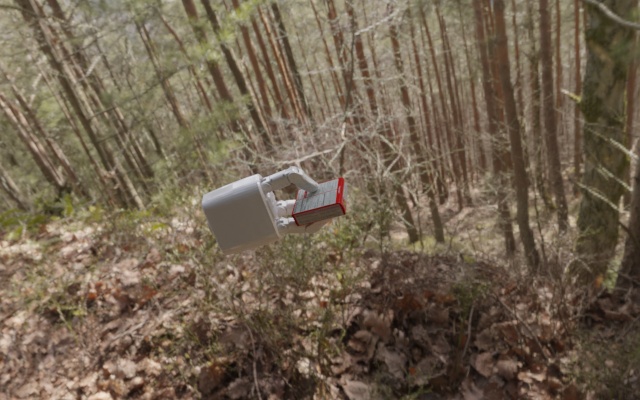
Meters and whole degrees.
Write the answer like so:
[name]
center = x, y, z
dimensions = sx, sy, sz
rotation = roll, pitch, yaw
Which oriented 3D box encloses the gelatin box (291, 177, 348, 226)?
[gelatin box]
center = 0.000, 0.002, 0.807
dimensions = 0.089, 0.030, 0.073
rotation = -16, 33, 18
